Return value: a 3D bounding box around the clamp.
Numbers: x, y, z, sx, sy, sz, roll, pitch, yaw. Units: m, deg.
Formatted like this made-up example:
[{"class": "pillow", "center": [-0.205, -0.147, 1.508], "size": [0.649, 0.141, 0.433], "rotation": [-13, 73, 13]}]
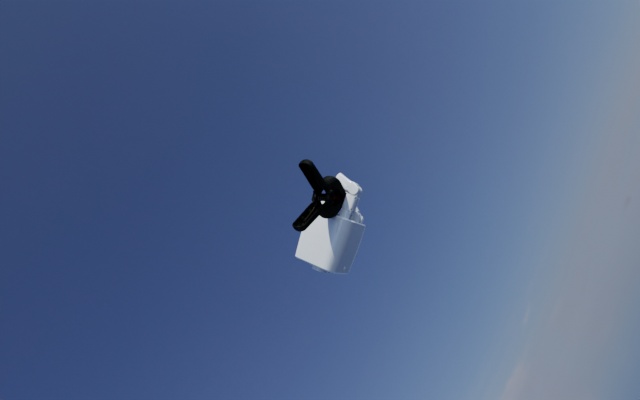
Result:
[{"class": "clamp", "center": [0.000, 0.003, 0.856], "size": [0.039, 0.120, 0.171], "rotation": [14, -3, 31]}]
